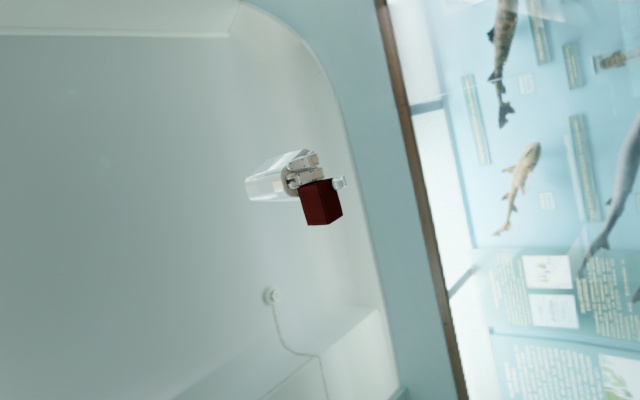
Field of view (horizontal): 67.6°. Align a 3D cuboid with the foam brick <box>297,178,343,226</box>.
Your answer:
[{"bbox_3d":[0.000,0.003,0.889,0.051,0.078,0.053,-9,11,38],"label":"foam brick"}]
